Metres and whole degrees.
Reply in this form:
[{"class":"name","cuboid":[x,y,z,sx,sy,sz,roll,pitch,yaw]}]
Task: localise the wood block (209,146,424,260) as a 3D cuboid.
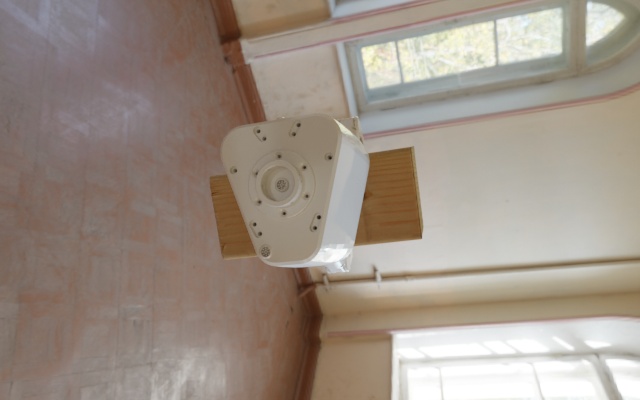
[{"class":"wood block","cuboid":[0.000,0.002,0.511,0.206,0.091,0.090,-7,5,14]}]
